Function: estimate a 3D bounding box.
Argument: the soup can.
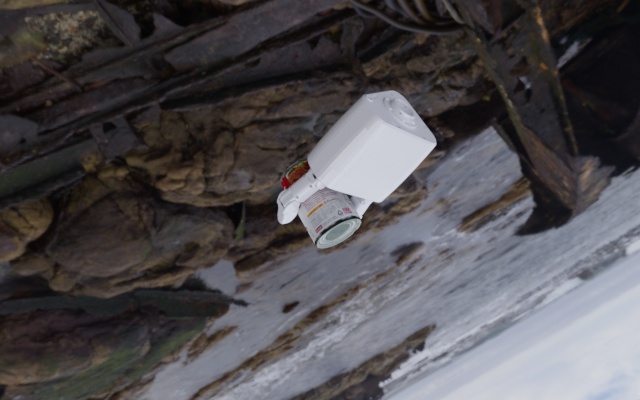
[{"bbox_3d":[0.000,0.003,0.619,0.068,0.102,0.068,-25,-24,-12],"label":"soup can"}]
